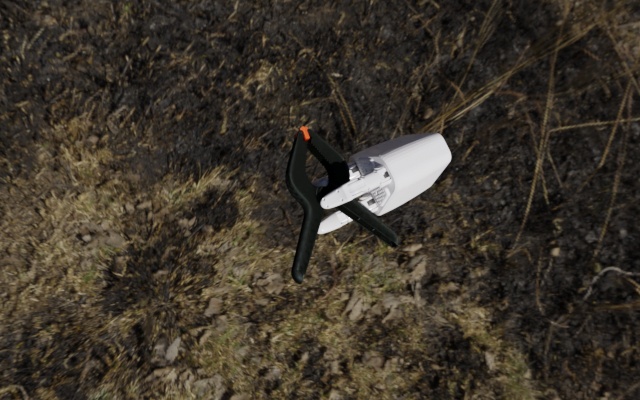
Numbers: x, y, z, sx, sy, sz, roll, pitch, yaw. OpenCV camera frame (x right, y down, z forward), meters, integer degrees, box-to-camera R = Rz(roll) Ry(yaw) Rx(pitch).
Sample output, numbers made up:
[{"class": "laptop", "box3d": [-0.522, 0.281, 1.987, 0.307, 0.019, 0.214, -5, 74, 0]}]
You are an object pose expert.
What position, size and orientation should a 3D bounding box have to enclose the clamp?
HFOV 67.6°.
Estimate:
[{"class": "clamp", "box3d": [0.000, 0.001, 0.659, 0.164, 0.210, 0.036, -25, -3, -23]}]
